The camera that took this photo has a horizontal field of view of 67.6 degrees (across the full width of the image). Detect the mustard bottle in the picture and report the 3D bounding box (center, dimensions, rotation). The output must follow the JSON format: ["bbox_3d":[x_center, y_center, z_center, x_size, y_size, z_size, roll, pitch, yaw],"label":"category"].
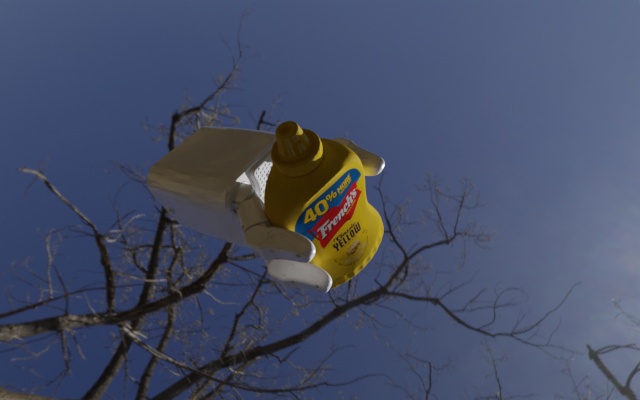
[{"bbox_3d":[0.000,0.002,0.428,0.058,0.096,0.192,39,-16,37],"label":"mustard bottle"}]
